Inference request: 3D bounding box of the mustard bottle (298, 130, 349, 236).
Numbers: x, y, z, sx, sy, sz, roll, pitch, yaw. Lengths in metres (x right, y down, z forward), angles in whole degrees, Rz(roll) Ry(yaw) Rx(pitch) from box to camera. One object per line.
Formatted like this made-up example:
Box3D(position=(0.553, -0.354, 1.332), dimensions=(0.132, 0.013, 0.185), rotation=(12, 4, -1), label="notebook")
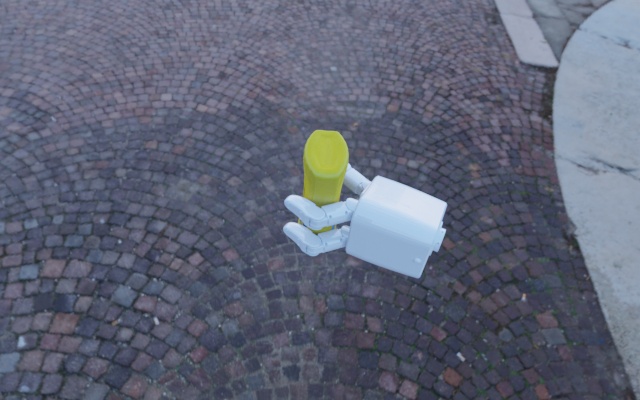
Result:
Box3D(position=(0.000, 0.002, 0.674), dimensions=(0.058, 0.096, 0.192), rotation=(3, -44, -4), label="mustard bottle")
